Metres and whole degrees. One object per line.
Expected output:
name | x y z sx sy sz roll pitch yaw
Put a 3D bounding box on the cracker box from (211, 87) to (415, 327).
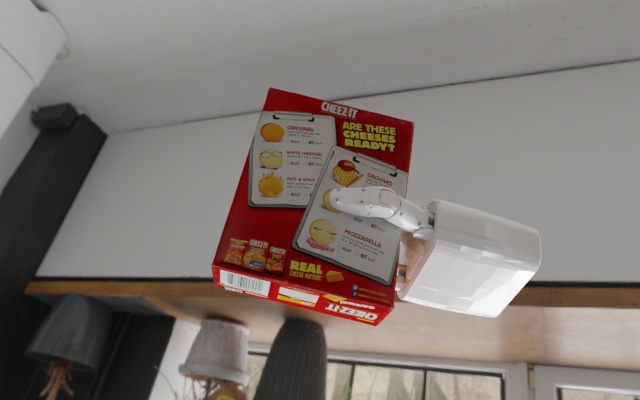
cracker box | 0.000 0.002 0.487 0.164 0.213 0.072 14 -31 -2
